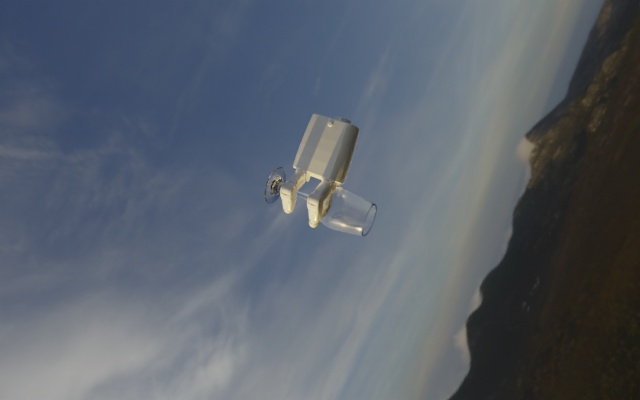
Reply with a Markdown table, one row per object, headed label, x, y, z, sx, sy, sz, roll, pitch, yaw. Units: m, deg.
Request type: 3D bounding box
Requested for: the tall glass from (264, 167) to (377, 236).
| label | x | y | z | sx | sy | sz | roll | pitch | yaw |
| --- | --- | --- | --- | --- | --- | --- | --- | --- | --- |
| tall glass | 0.000 | 0.003 | 0.883 | 0.201 | 0.079 | 0.079 | 21 | 7 | 21 |
